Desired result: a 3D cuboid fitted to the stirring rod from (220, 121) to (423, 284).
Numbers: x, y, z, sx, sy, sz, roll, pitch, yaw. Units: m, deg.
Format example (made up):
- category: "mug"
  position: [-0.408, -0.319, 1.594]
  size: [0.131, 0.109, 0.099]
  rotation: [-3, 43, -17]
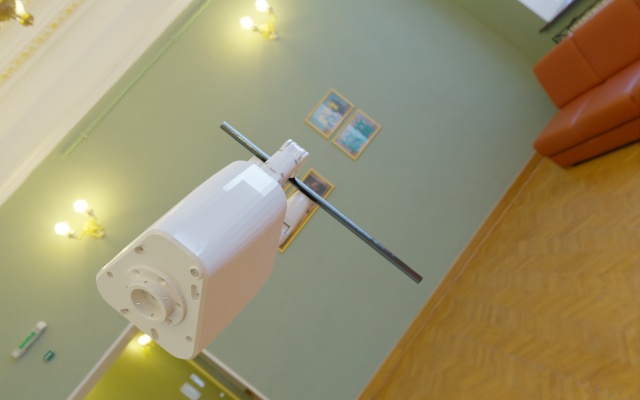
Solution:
- category: "stirring rod"
  position: [0.000, 0.002, 0.455]
  size: [0.239, 0.011, 0.011]
  rotation: [38, 1, 2]
